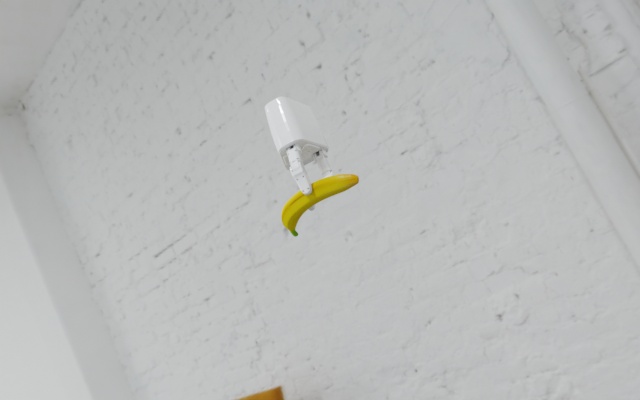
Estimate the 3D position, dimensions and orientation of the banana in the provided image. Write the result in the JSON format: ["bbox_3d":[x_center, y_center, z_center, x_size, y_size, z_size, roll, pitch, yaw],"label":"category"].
[{"bbox_3d":[-0.016,0.001,0.887,0.069,0.037,0.198,16,-43,-38],"label":"banana"}]
